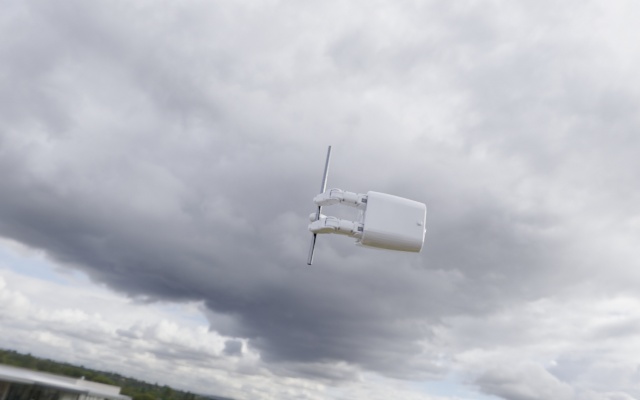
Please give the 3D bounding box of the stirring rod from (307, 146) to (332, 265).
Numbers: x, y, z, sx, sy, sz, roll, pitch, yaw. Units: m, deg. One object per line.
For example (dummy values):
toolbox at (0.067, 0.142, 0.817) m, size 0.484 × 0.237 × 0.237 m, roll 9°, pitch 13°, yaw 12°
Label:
stirring rod at (0.000, 0.003, 0.876) m, size 0.011 × 0.239 × 0.011 m, roll 8°, pitch -25°, yaw 4°
